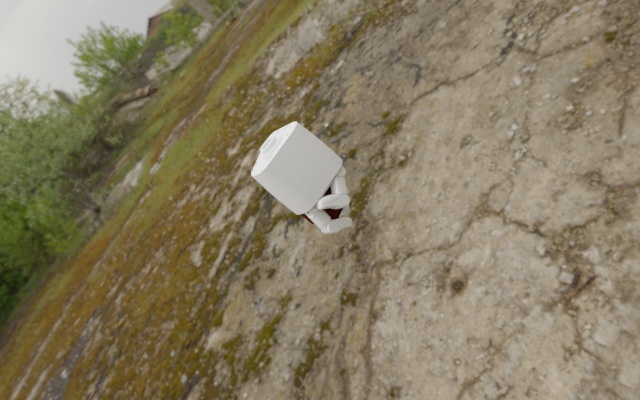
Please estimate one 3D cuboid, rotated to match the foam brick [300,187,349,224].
[{"bbox_3d":[0.000,0.003,0.839,0.051,0.053,0.078,40,-29,-24],"label":"foam brick"}]
